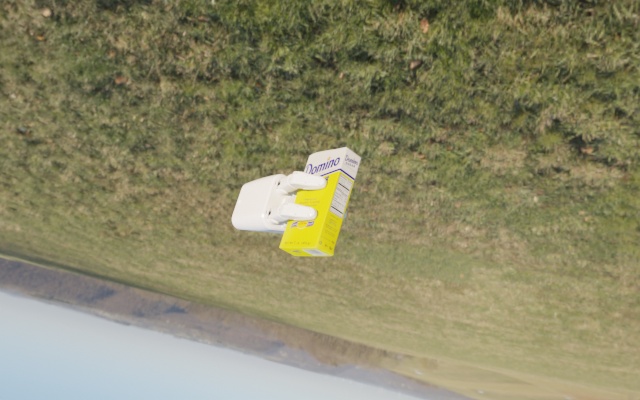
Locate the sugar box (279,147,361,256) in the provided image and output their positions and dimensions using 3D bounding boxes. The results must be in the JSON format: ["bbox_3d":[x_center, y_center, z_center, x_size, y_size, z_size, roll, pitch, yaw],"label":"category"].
[{"bbox_3d":[0.000,0.002,0.777,0.048,0.176,0.093,30,-24,-38],"label":"sugar box"}]
